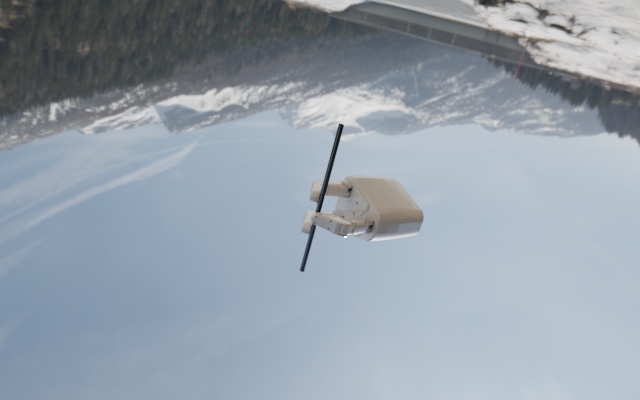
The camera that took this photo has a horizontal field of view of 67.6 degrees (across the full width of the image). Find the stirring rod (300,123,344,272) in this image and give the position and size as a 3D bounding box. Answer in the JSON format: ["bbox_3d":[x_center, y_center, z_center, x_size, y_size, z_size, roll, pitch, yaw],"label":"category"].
[{"bbox_3d":[0.000,0.002,0.708,0.011,0.240,0.011,13,22,-5],"label":"stirring rod"}]
